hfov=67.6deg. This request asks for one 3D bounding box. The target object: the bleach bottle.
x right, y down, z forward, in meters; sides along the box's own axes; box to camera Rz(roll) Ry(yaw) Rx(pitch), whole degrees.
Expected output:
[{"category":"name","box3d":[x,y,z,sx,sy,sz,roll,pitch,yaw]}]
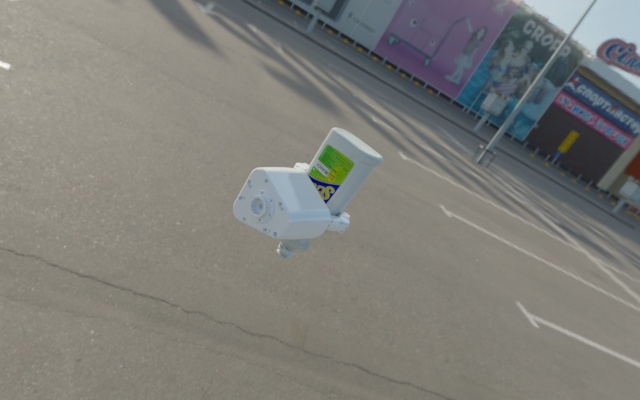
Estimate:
[{"category":"bleach bottle","box3d":[0.000,0.003,0.840,0.102,0.251,0.068,41,20,26]}]
